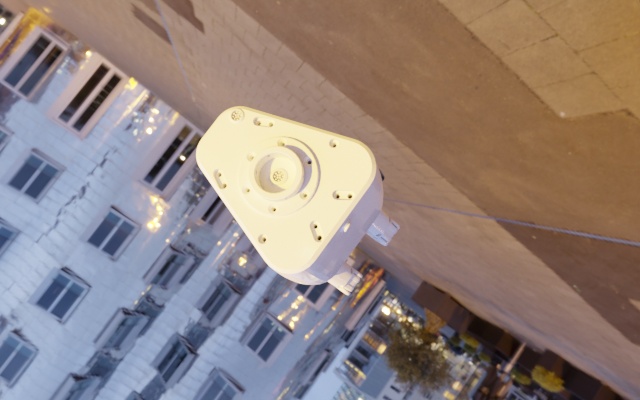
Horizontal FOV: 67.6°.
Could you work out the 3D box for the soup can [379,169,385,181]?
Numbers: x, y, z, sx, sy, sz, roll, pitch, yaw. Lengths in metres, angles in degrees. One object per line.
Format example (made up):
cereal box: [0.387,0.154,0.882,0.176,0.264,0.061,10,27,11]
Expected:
soup can: [0.000,0.002,0.424,0.068,0.102,0.068,36,-5,3]
